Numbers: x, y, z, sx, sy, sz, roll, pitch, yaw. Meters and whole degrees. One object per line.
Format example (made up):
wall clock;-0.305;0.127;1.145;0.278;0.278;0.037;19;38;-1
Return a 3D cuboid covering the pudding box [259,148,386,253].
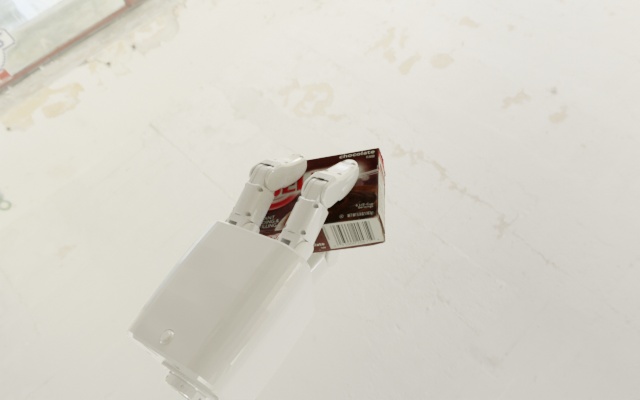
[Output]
pudding box;0.000;0.002;0.421;0.113;0.039;0.090;-7;43;13
